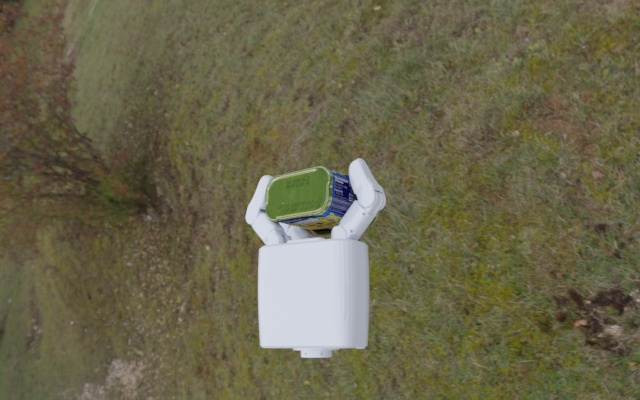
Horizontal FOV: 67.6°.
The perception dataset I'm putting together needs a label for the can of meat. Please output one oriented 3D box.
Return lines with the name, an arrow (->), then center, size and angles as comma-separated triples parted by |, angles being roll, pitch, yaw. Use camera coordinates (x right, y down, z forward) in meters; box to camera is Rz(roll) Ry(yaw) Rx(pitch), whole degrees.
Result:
can of meat -> 0.000, 0.002, 0.534 | 0.102, 0.057, 0.084 | -11, -19, 40
